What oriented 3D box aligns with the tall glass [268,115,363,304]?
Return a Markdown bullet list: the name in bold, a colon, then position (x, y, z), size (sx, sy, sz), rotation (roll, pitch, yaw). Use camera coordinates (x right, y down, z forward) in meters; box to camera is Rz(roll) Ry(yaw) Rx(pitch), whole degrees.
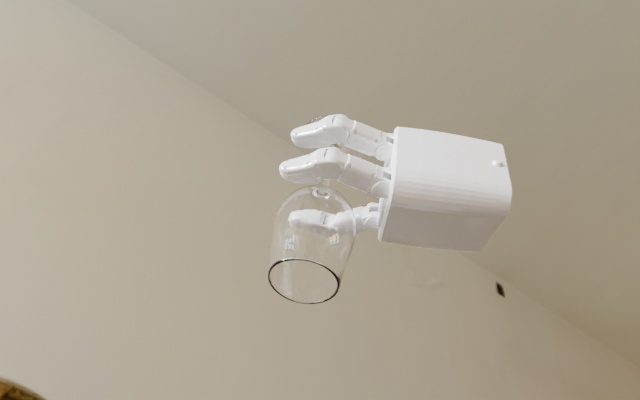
- **tall glass**: position (0.000, 0.001, 0.472), size (0.079, 0.079, 0.200), rotation (0, 43, 12)
